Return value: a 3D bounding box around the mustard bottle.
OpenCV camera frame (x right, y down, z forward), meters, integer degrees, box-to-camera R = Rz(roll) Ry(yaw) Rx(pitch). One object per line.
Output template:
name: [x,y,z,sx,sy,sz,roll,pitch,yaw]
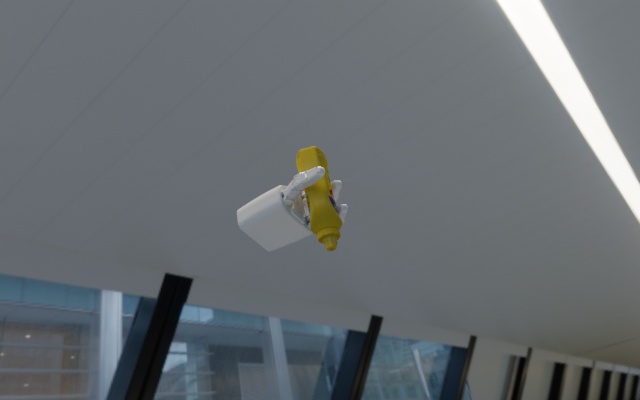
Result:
mustard bottle: [0.000,0.003,0.867,0.058,0.191,0.096,-13,-29,1]
